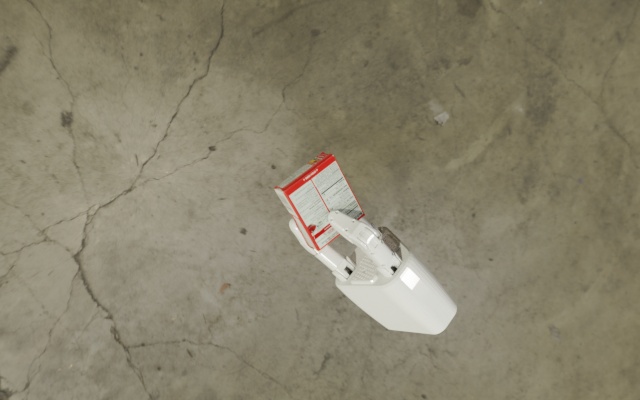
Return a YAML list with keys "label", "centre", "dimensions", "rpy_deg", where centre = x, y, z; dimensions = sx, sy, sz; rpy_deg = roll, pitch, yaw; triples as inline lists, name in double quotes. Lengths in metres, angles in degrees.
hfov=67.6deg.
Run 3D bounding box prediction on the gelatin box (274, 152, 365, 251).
- label: "gelatin box"
  centre: [0.000, 0.002, 0.545]
  dimensions: [0.073, 0.089, 0.030]
  rpy_deg: [-38, 26, -18]
